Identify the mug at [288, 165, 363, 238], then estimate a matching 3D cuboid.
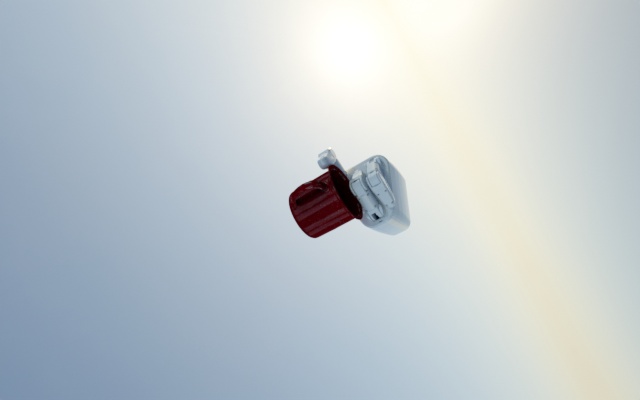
[{"bbox_3d":[-0.001,0.002,0.711,0.081,0.093,0.117,-29,-28,19],"label":"mug"}]
